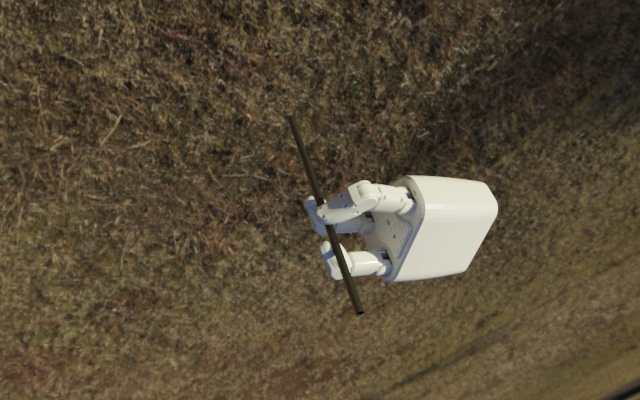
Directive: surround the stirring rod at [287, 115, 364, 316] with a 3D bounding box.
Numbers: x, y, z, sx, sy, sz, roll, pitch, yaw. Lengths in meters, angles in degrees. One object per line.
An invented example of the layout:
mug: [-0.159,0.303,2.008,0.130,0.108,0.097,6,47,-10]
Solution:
stirring rod: [0.000,0.001,0.472,0.011,0.239,0.011,-13,-34,-9]
